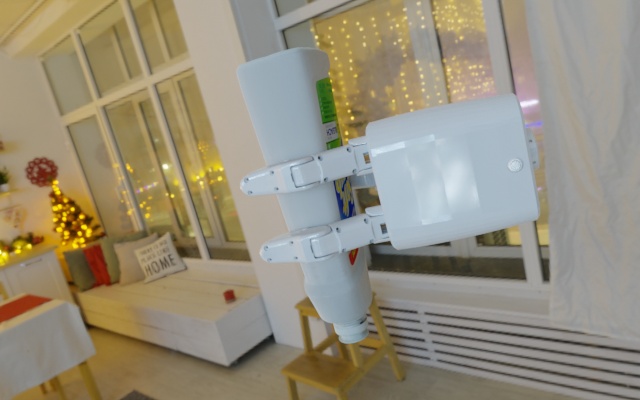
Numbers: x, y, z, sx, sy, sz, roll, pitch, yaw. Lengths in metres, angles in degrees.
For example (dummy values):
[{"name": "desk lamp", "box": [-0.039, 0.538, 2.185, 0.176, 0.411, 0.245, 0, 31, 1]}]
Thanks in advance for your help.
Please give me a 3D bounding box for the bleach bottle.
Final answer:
[{"name": "bleach bottle", "box": [0.000, 0.001, 0.418, 0.068, 0.251, 0.102, -12, 11, 15]}]
